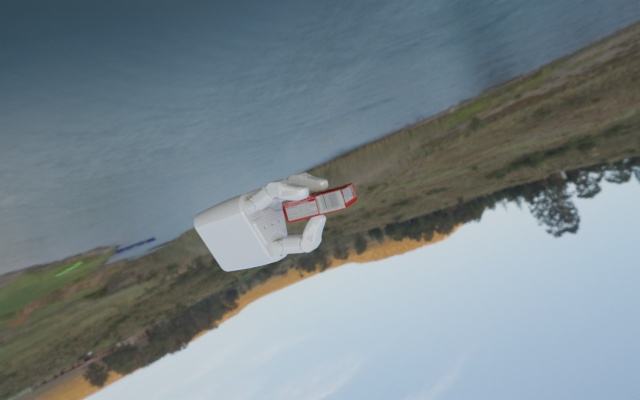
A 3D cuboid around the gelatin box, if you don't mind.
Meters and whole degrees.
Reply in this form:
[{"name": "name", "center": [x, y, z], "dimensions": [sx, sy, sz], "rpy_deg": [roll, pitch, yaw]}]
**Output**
[{"name": "gelatin box", "center": [0.001, 0.003, 0.671], "dimensions": [0.089, 0.030, 0.073], "rpy_deg": [-14, 4, 19]}]
